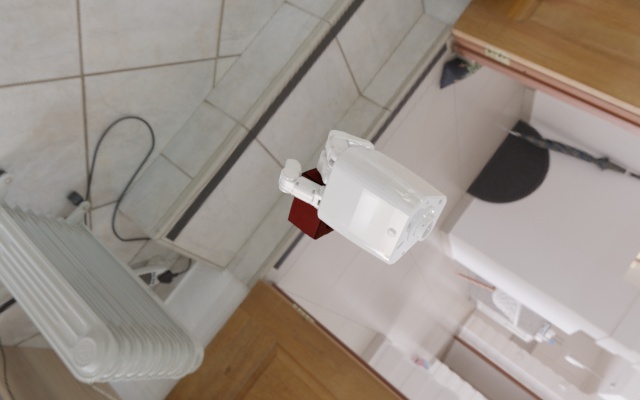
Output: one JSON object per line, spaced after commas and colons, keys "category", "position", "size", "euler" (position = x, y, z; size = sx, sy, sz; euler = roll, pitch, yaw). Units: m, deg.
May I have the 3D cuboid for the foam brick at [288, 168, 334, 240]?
{"category": "foam brick", "position": [0.000, 0.002, 0.622], "size": [0.051, 0.078, 0.053], "euler": [35, 35, 25]}
